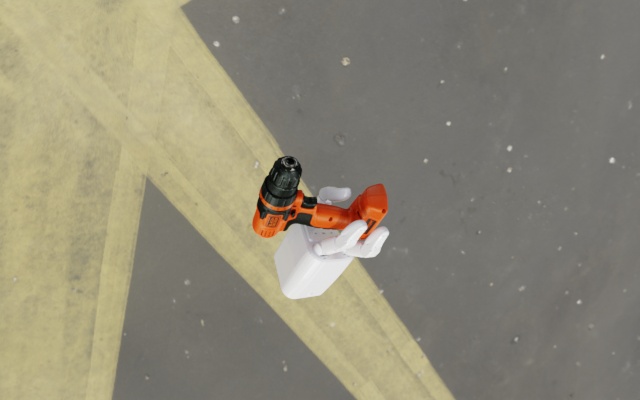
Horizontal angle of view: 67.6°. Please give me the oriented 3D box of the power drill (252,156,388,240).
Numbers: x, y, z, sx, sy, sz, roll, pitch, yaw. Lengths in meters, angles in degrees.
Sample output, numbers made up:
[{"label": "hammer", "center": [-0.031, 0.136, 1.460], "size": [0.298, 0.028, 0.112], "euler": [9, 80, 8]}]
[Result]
[{"label": "power drill", "center": [0.000, 0.003, 0.710], "size": [0.187, 0.057, 0.184], "euler": [6, -31, -15]}]
